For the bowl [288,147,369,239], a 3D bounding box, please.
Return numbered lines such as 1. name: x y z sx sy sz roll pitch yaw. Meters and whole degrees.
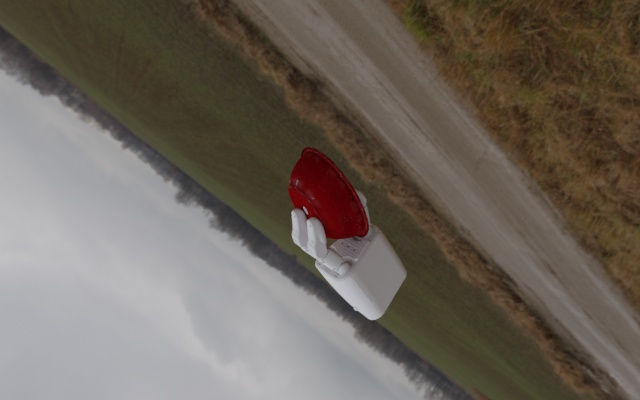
1. bowl: -0.001 0.001 0.714 0.055 0.162 0.162 -34 11 -17
